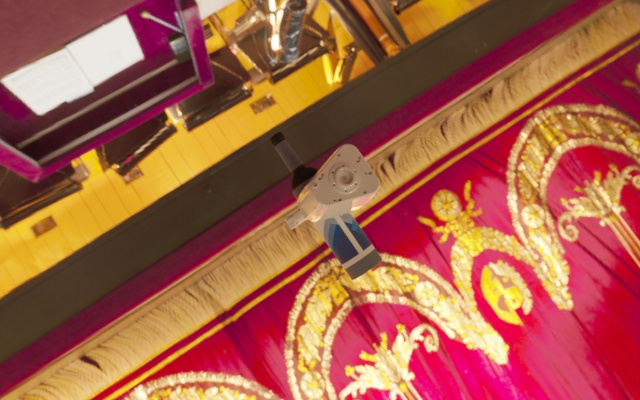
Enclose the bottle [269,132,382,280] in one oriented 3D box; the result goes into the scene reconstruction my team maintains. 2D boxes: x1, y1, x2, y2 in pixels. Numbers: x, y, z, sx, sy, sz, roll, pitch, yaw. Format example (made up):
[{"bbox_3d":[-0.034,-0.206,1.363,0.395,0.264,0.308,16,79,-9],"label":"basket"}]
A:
[{"bbox_3d":[0.000,0.003,0.863,0.069,0.295,0.069,-34,-4,-3],"label":"bottle"}]
